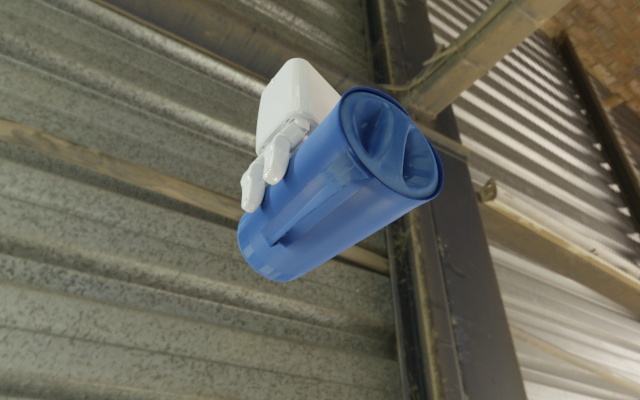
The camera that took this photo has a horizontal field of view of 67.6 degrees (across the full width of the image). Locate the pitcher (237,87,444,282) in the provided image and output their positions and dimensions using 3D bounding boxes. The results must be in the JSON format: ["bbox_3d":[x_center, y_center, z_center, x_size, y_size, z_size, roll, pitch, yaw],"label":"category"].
[{"bbox_3d":[0.000,0.002,0.529,0.149,0.145,0.243,20,-41,-29],"label":"pitcher"}]
